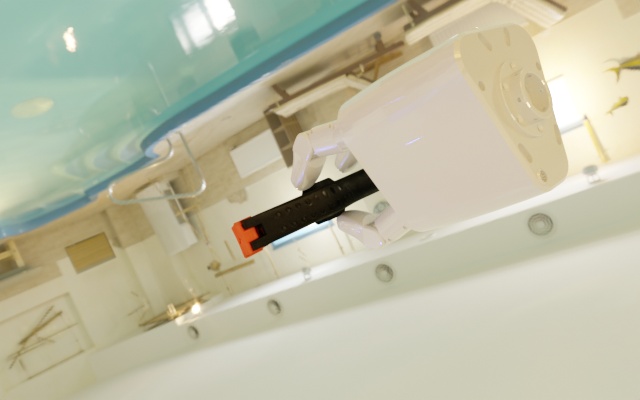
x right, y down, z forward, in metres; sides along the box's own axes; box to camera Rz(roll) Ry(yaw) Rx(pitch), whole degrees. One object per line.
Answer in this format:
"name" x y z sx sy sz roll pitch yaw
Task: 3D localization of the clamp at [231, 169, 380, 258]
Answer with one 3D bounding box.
"clamp" 0.000 0.002 0.446 0.210 0.036 0.164 -25 1 -38
